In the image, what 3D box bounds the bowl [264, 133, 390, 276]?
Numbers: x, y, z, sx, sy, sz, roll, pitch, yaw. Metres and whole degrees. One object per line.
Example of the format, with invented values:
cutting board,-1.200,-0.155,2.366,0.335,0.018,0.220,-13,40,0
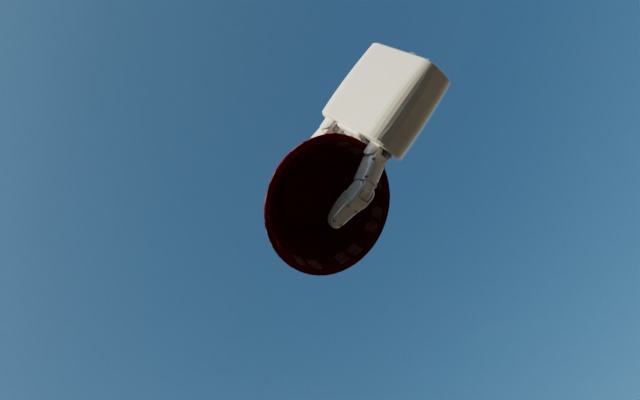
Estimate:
bowl,-0.001,0.003,0.552,0.162,0.162,0.055,0,11,-30
